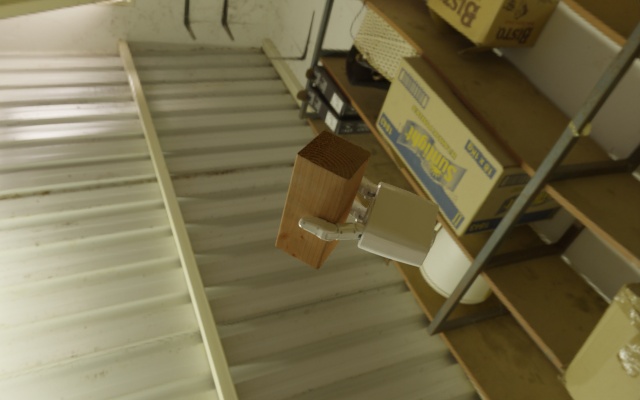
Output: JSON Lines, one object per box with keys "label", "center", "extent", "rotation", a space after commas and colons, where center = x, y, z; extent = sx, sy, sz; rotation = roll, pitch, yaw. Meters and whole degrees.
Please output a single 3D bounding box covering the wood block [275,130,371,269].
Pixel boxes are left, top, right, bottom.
{"label": "wood block", "center": [0.000, 0.003, 0.790], "extent": [0.090, 0.206, 0.090], "rotation": [28, 42, 13]}
